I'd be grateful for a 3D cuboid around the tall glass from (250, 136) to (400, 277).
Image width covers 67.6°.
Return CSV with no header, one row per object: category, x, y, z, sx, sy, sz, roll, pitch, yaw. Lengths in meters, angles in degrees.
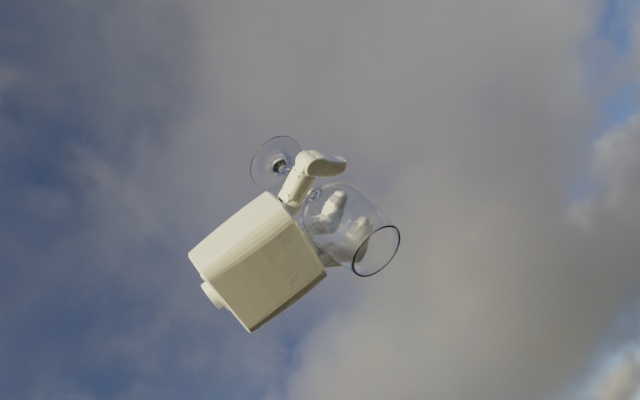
tall glass,0.000,0.001,0.537,0.079,0.079,0.201,0,29,-41
